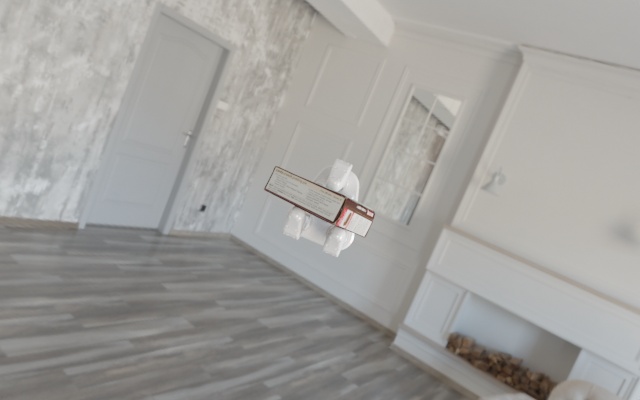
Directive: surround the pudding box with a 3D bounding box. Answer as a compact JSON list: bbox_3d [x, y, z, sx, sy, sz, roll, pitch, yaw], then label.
[{"bbox_3d":[0.000,0.002,0.588,0.113,0.039,0.090,23,-1,32],"label":"pudding box"}]
